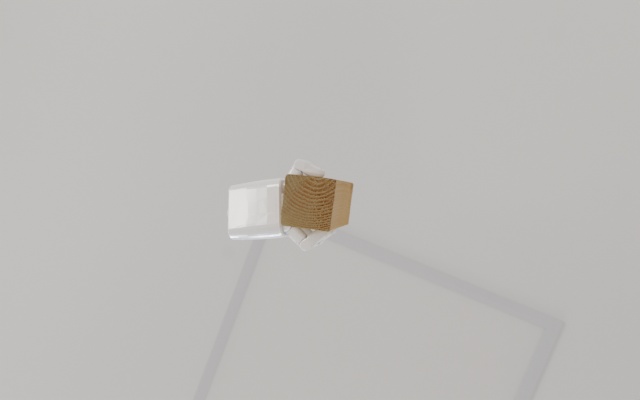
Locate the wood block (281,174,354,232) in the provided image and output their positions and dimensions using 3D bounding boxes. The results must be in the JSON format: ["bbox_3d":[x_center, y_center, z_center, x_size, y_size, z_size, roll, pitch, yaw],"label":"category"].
[{"bbox_3d":[0.000,0.003,0.899,0.090,0.091,0.206,7,2,12],"label":"wood block"}]
